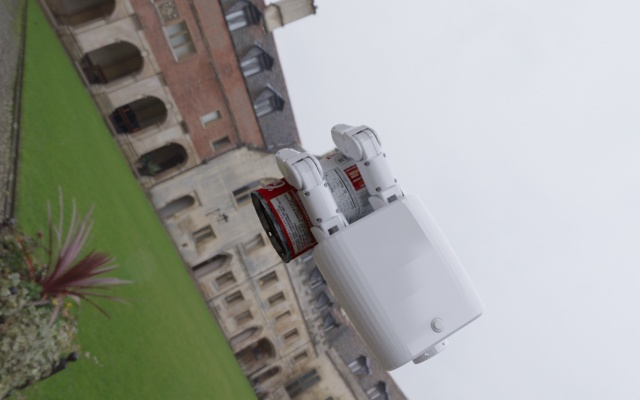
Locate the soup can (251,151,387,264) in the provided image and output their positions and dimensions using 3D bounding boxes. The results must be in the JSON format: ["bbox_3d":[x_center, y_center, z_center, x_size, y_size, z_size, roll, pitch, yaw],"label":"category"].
[{"bbox_3d":[0.000,0.001,0.417,0.102,0.068,0.068,-27,7,-15],"label":"soup can"}]
